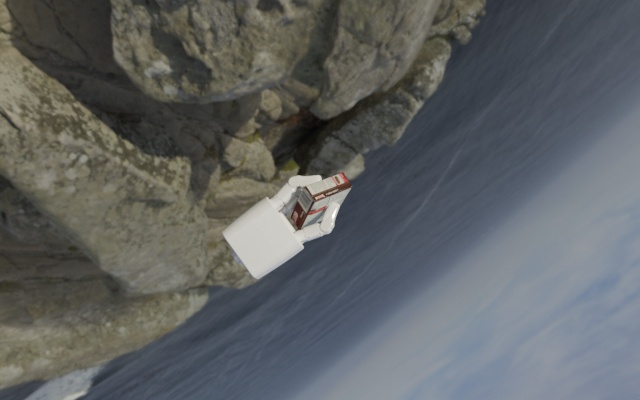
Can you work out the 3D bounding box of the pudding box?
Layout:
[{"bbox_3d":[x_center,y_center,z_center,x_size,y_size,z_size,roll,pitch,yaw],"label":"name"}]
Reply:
[{"bbox_3d":[0.000,0.003,0.898,0.090,0.039,0.113,-23,-20,-29],"label":"pudding box"}]
